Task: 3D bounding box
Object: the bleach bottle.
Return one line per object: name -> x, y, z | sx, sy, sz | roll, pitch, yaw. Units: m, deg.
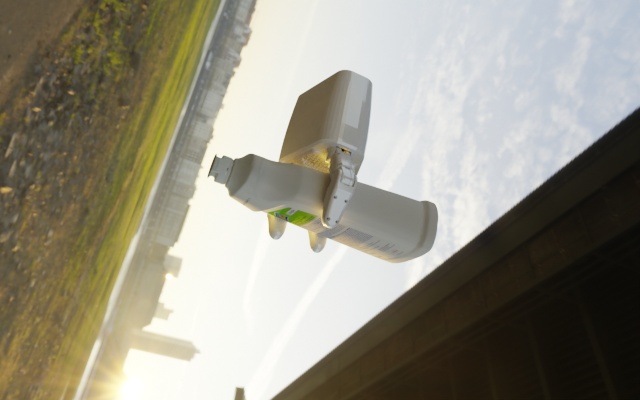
bleach bottle -> 0.000, 0.002, 0.537 | 0.251, 0.068, 0.102 | 20, -25, -18
